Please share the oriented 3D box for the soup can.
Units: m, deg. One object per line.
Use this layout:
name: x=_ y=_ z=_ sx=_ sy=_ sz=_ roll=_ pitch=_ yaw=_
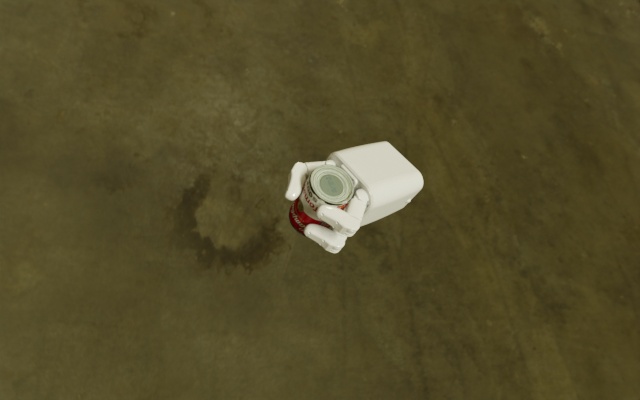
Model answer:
soup can: x=0.000 y=0.002 z=0.696 sx=0.068 sy=0.068 sz=0.102 roll=0 pitch=-30 yaw=-23
